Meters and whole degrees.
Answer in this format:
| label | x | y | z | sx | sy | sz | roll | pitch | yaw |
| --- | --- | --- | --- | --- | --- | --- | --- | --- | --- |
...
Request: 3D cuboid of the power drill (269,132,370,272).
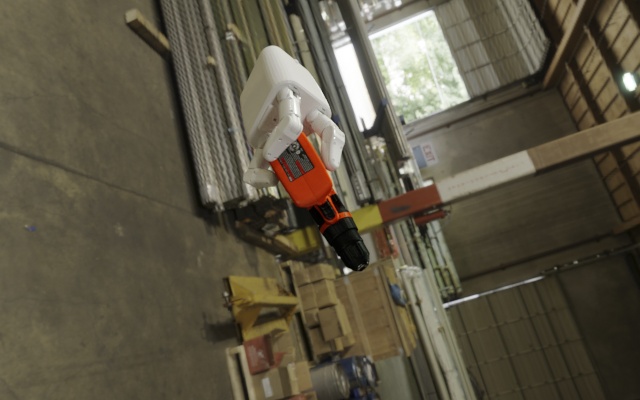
| label | x | y | z | sx | sy | sz | roll | pitch | yaw |
| --- | --- | --- | --- | --- | --- | --- | --- | --- | --- |
| power drill | 0.000 | 0.002 | 0.652 | 0.057 | 0.184 | 0.188 | -33 | -25 | -1 |
